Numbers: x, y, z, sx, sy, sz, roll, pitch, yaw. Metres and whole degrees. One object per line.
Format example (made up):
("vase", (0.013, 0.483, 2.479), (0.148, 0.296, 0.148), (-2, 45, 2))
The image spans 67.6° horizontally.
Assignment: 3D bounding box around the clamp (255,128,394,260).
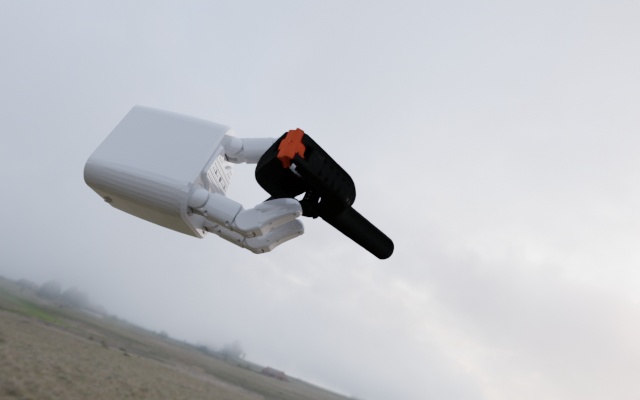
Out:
("clamp", (0.000, 0.001, 0.460), (0.164, 0.036, 0.210), (17, -21, 8))
